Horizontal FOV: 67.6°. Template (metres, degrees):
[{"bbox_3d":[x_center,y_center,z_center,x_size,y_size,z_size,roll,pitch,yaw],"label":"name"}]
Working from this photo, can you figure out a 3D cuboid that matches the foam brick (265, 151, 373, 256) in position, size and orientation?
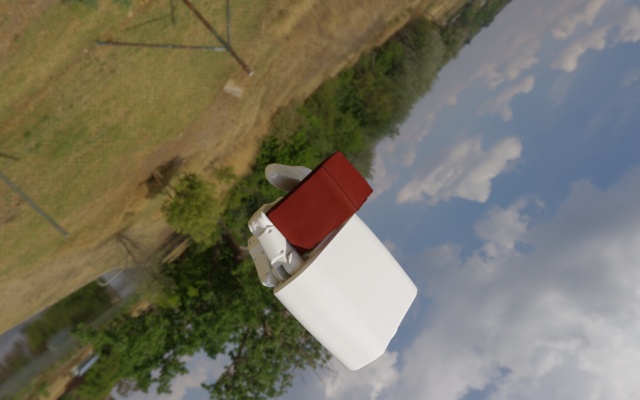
[{"bbox_3d":[0.000,0.001,0.436,0.078,0.051,0.053,-41,1,30],"label":"foam brick"}]
